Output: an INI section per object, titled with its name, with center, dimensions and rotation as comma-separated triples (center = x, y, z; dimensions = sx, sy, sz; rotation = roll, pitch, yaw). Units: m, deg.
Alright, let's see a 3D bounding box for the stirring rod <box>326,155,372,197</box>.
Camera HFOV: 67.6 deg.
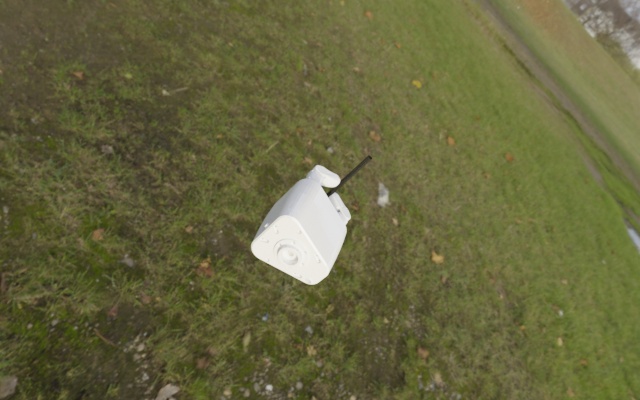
[stirring rod]
center = 0.000, 0.003, 0.799
dimensions = 0.240, 0.011, 0.011
rotation = -42, -25, 30
